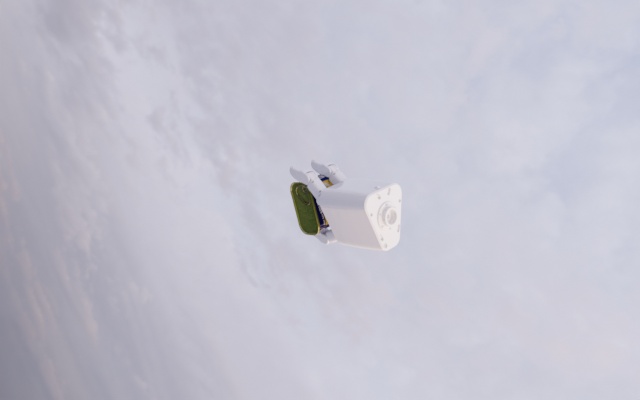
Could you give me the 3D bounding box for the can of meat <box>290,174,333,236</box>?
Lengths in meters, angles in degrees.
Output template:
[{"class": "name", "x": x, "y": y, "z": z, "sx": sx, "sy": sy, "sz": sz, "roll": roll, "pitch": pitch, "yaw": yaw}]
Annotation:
[{"class": "can of meat", "x": 0.000, "y": 0.003, "z": 0.891, "sx": 0.084, "sy": 0.102, "sz": 0.057, "roll": -23, "pitch": 15, "yaw": -37}]
